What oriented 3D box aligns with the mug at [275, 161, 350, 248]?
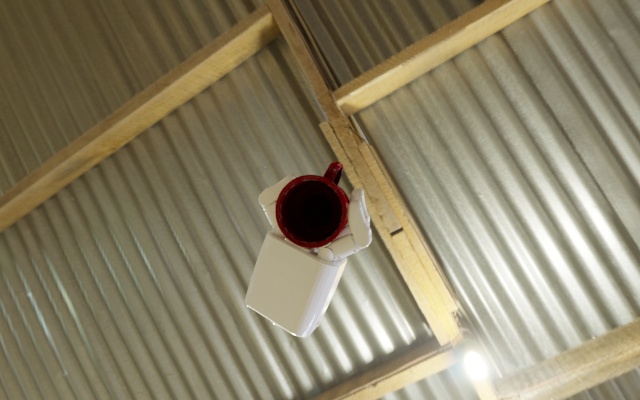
[{"bbox_3d":[0.001,0.001,0.639,0.093,0.117,0.081,24,6,11],"label":"mug"}]
